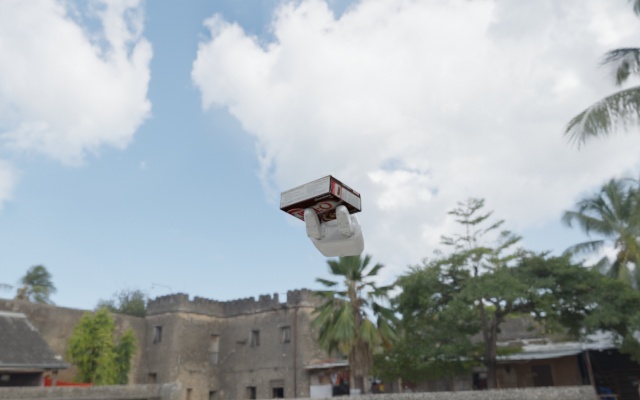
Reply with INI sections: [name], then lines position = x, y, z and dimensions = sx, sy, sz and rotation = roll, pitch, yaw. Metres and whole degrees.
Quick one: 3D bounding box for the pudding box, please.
[pudding box]
position = 0.000, 0.003, 0.818
dimensions = 0.113, 0.039, 0.090
rotation = -21, -33, 34
